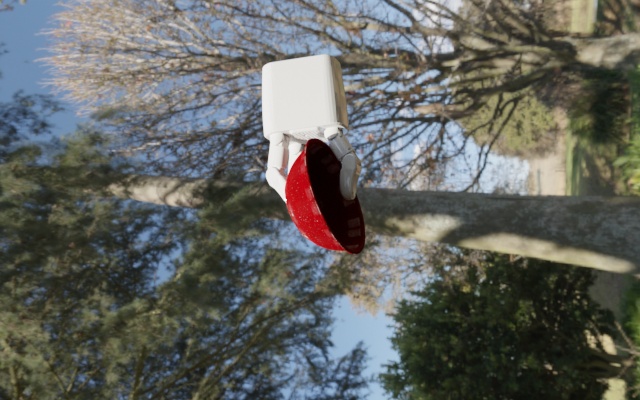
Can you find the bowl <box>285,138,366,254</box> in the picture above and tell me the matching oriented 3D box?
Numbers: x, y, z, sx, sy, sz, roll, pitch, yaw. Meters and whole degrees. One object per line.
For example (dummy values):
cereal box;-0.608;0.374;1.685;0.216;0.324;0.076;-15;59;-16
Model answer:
bowl;0.000;0.003;0.629;0.055;0.162;0.162;-22;-8;21
